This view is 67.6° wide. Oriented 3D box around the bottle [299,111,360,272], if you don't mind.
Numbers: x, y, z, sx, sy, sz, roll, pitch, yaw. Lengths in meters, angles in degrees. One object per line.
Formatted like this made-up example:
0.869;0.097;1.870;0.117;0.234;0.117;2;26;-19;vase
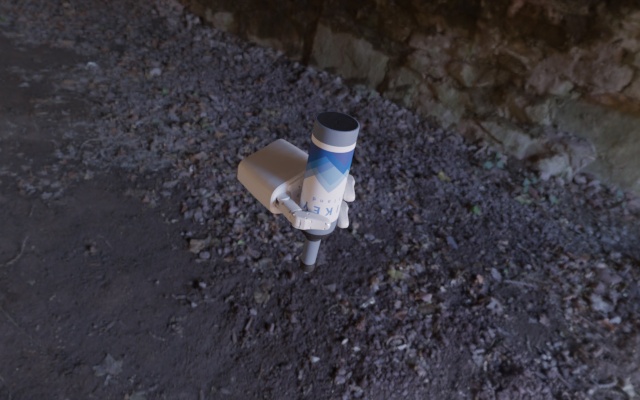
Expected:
0.000;0.002;0.782;0.069;0.296;0.069;8;35;-6;bottle
